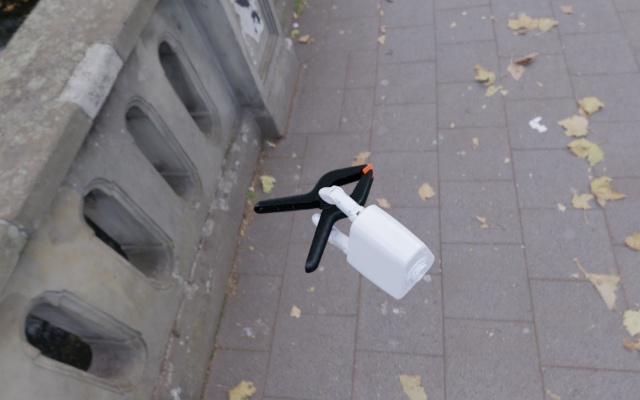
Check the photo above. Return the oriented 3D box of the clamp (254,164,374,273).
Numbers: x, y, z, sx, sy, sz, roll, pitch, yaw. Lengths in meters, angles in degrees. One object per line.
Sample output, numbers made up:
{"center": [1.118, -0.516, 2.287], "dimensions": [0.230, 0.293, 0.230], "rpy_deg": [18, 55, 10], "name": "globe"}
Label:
{"center": [0.001, 0.002, 0.807], "dimensions": [0.164, 0.210, 0.036], "rpy_deg": [39, -18, 28], "name": "clamp"}
